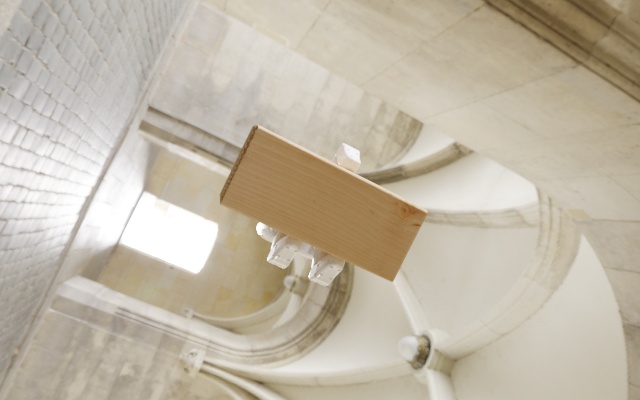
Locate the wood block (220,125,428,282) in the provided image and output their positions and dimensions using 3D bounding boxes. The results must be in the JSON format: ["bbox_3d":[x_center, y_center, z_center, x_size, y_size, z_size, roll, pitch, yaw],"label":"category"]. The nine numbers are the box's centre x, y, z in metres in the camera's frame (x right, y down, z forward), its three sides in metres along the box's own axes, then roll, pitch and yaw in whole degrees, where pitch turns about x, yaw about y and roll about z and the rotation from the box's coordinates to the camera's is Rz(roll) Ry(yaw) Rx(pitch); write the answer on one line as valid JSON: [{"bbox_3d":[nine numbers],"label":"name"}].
[{"bbox_3d":[0.000,0.001,0.540,0.206,0.091,0.090,25,2,-14],"label":"wood block"}]
